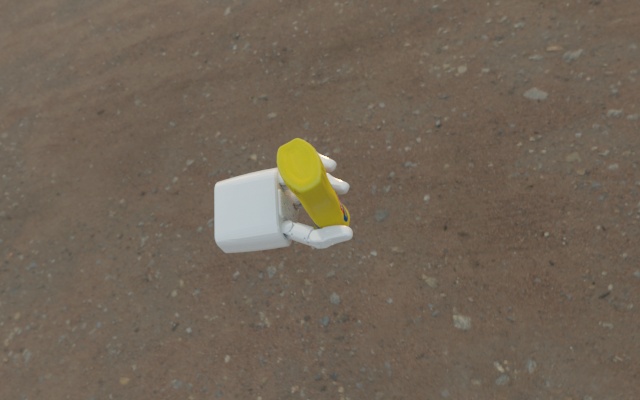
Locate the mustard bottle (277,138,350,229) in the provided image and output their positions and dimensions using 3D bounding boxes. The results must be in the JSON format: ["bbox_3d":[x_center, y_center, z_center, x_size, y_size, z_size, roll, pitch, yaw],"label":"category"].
[{"bbox_3d":[0.000,0.002,0.697,0.058,0.096,0.192,-30,-39,0],"label":"mustard bottle"}]
